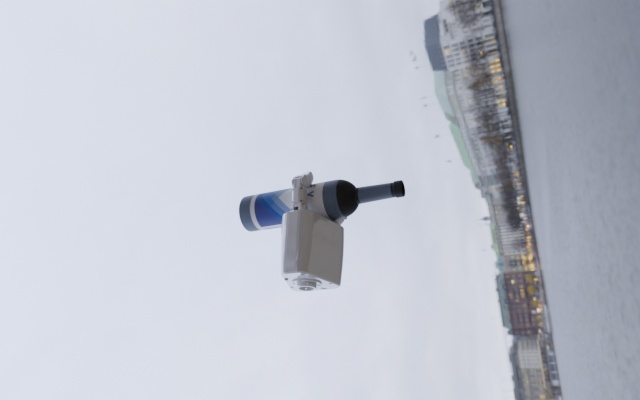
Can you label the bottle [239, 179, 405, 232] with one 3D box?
[{"bbox_3d":[0.000,0.003,0.829,0.296,0.069,0.069,-10,-4,23],"label":"bottle"}]
